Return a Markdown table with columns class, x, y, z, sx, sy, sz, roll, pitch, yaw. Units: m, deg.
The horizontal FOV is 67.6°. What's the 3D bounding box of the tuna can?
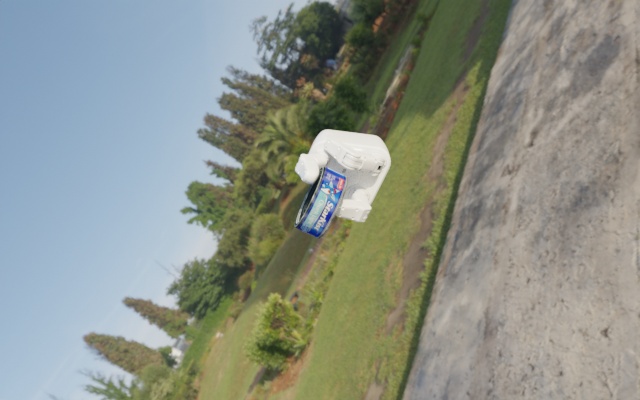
| class | x | y | z | sx | sy | sz | roll | pitch | yaw |
| --- | --- | --- | --- | --- | --- | --- | --- | --- | --- |
| tuna can | 0.000 | 0.002 | 0.592 | 0.034 | 0.086 | 0.086 | 25 | -4 | -8 |
